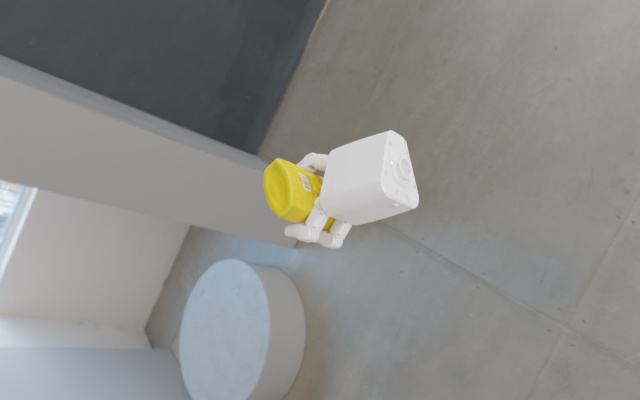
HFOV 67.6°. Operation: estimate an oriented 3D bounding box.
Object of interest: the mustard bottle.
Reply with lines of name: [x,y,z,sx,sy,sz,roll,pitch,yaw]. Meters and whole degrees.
mustard bottle: [0.000,0.003,0.757,0.058,0.096,0.192,-41,-39,26]
